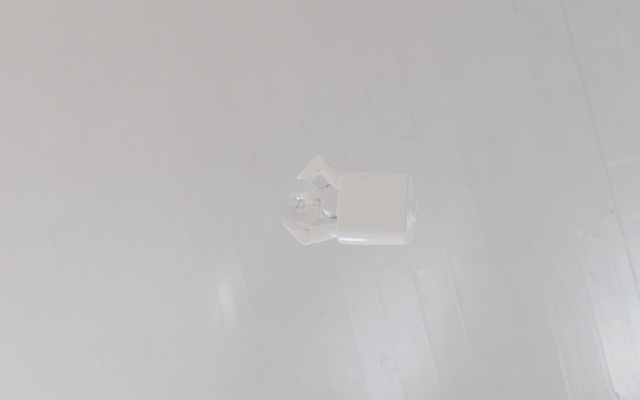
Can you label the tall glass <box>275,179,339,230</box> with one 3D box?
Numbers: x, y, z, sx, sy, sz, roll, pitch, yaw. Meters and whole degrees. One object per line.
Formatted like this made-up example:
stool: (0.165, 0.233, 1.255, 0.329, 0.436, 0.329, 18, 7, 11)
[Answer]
tall glass: (0.000, 0.003, 0.786, 0.079, 0.079, 0.201, 0, 2, 19)
